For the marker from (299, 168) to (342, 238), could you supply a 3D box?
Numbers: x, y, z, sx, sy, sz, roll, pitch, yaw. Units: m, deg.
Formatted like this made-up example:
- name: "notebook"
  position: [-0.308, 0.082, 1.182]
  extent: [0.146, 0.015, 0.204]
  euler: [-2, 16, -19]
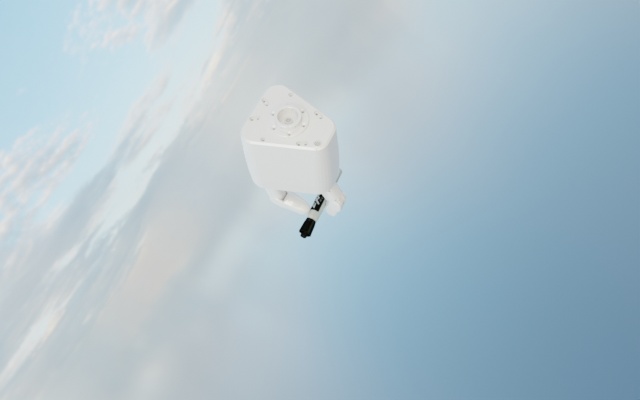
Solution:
- name: "marker"
  position: [0.000, 0.002, 0.703]
  extent: [0.020, 0.121, 0.020]
  euler: [22, -23, 10]
